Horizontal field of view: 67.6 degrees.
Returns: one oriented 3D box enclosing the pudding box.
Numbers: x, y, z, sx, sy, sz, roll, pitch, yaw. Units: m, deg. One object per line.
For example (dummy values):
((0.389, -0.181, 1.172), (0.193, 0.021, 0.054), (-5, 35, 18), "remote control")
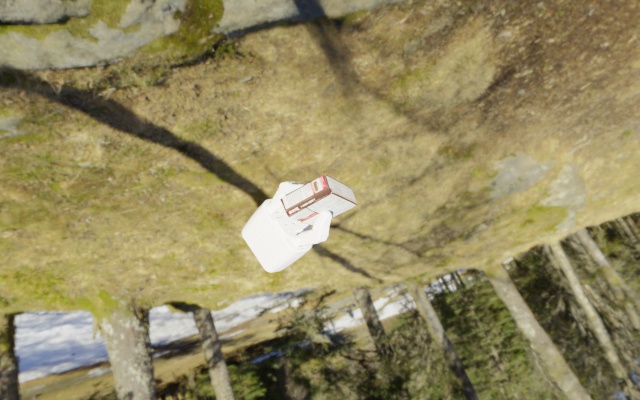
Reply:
((0.000, 0.003, 0.803), (0.090, 0.039, 0.113), (-29, -20, 18), "pudding box")
